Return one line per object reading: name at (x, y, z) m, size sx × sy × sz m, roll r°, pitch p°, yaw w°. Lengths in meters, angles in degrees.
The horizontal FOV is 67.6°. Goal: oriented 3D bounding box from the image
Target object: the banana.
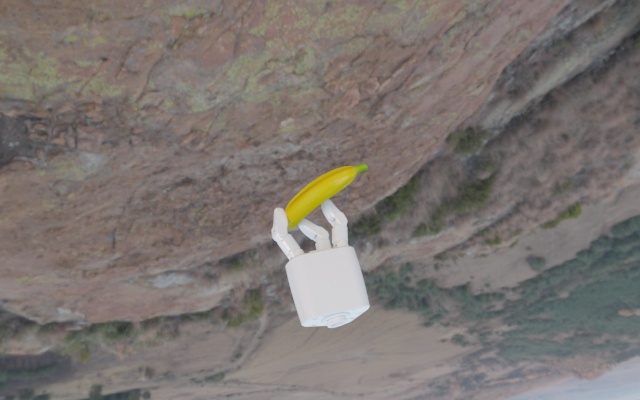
banana at (-0.009, -0.002, 0.806) m, size 0.198 × 0.037 × 0.069 m, roll -35°, pitch -29°, yaw 28°
